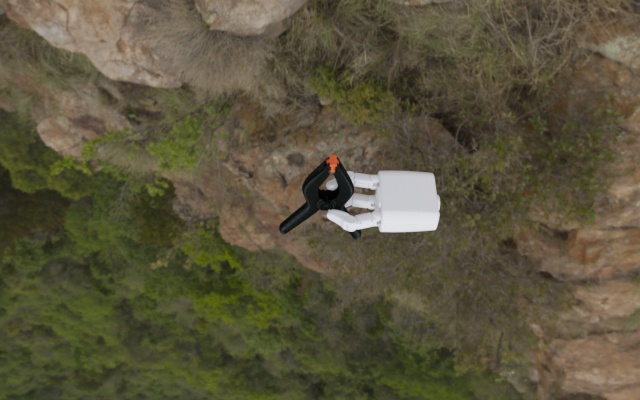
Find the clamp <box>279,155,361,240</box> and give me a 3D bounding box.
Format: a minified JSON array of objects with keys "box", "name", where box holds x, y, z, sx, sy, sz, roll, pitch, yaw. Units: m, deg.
[{"box":[0.000,0.003,0.896,0.164,0.036,0.210,-1,-44,-1],"name":"clamp"}]
